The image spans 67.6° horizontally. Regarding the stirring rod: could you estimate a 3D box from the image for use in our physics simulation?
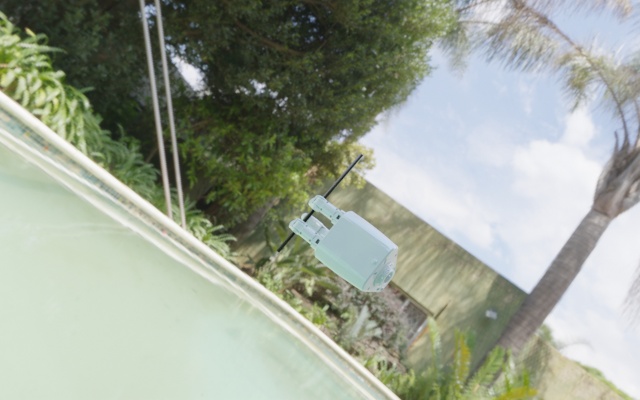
[{"bbox_3d":[0.000,0.003,0.883,0.011,0.239,0.011,40,-10,8],"label":"stirring rod"}]
